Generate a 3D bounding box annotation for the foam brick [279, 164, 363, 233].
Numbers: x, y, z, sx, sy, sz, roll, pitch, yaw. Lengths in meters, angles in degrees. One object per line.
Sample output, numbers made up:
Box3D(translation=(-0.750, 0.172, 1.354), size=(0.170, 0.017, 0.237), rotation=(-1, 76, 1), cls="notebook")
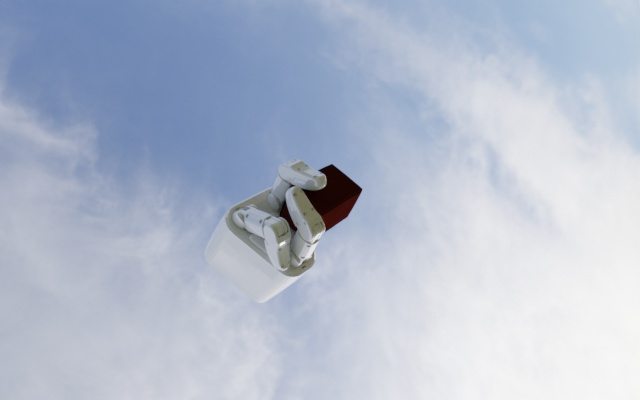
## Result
Box3D(translation=(0.000, 0.002, 0.565), size=(0.053, 0.051, 0.078), rotation=(43, 47, 19), cls="foam brick")
